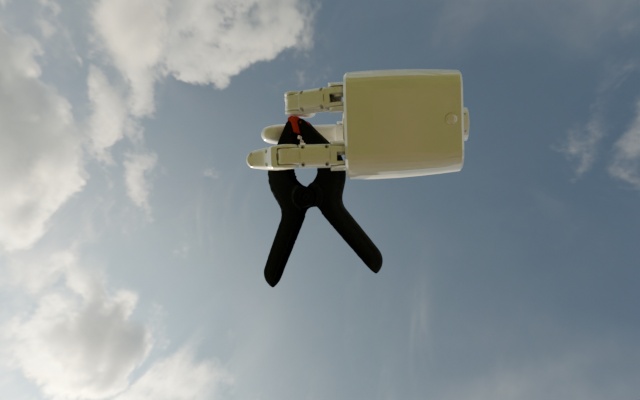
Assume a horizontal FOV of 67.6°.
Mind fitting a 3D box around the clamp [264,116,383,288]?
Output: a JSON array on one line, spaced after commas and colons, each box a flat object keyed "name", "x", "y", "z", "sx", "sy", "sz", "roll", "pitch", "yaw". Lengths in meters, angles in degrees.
[{"name": "clamp", "x": 0.000, "y": 0.001, "z": 0.475, "sx": 0.120, "sy": 0.171, "sz": 0.039, "roll": -1, "pitch": 2, "yaw": 8}]
